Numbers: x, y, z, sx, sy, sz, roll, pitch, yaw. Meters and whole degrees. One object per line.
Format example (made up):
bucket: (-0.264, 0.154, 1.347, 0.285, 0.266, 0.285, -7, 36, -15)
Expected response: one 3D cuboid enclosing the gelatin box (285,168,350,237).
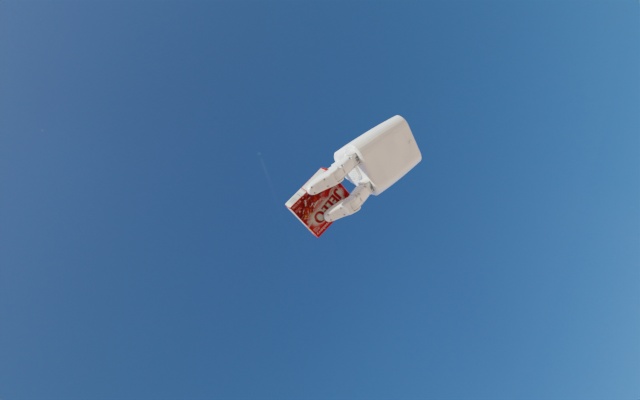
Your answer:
gelatin box: (0.000, 0.003, 0.773, 0.073, 0.089, 0.030, 48, -7, -24)
